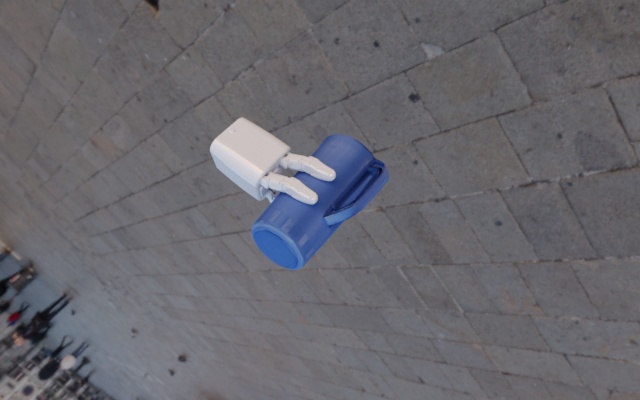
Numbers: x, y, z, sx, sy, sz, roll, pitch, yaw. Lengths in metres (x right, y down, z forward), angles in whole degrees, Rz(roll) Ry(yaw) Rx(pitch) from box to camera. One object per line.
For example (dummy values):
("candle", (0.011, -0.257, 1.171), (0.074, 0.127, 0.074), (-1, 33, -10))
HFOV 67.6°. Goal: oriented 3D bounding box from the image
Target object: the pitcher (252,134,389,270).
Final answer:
("pitcher", (0.000, 0.003, 0.833), (0.145, 0.242, 0.149), (36, -32, 7))
